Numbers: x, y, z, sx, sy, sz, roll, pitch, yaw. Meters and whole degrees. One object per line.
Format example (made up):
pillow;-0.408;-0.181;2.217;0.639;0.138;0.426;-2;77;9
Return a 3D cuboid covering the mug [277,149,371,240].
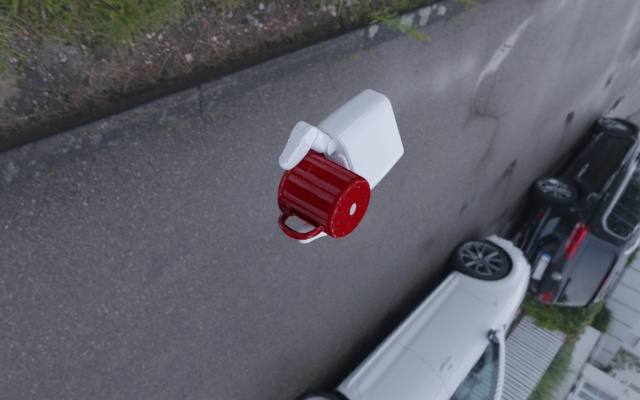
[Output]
mug;-0.001;0.003;0.581;0.081;0.093;0.117;29;60;30
